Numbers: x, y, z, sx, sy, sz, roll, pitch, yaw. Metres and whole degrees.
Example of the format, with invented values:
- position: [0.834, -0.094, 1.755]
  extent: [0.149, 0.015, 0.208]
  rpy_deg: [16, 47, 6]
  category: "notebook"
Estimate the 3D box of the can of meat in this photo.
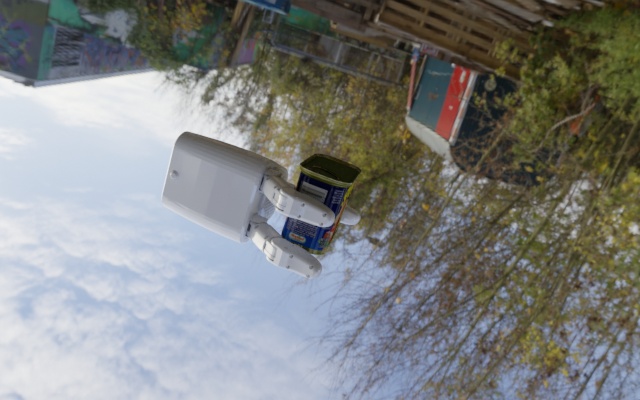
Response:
- position: [0.000, 0.002, 0.521]
  extent: [0.057, 0.084, 0.102]
  rpy_deg: [21, 17, 6]
  category: "can of meat"
